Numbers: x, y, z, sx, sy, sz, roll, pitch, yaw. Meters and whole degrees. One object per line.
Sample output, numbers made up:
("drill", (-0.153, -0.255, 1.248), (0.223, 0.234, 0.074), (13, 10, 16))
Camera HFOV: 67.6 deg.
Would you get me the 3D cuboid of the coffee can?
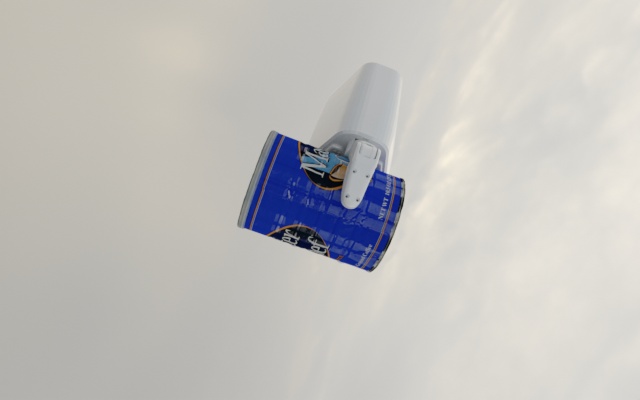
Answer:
("coffee can", (0.000, 0.002, 0.481), (0.140, 0.103, 0.103), (20, -2, -5))
